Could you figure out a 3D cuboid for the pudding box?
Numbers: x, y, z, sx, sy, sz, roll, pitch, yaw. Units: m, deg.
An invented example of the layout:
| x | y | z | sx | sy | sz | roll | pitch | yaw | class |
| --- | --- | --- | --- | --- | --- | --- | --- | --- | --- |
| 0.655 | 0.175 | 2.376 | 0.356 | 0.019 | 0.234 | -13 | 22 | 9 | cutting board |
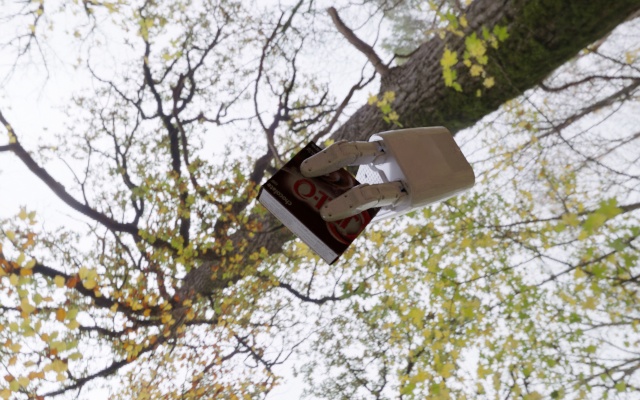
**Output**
| x | y | z | sx | sy | sz | roll | pitch | yaw | class |
| --- | --- | --- | --- | --- | --- | --- | --- | --- | --- |
| 0.000 | 0.002 | 0.526 | 0.090 | 0.113 | 0.039 | -46 | -6 | -35 | pudding box |
